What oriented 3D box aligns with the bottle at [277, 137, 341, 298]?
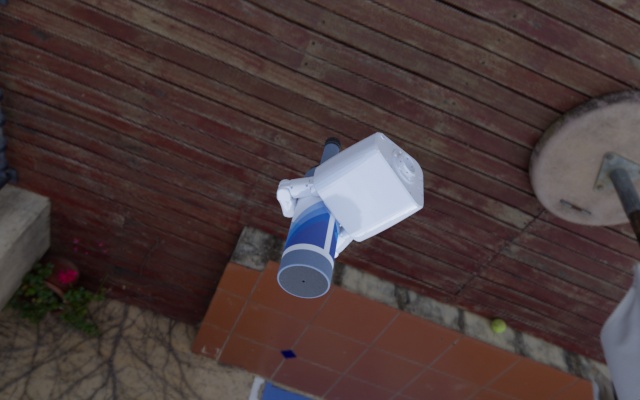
[{"bbox_3d":[0.000,0.002,0.694,0.069,0.069,0.295,0,42,11],"label":"bottle"}]
